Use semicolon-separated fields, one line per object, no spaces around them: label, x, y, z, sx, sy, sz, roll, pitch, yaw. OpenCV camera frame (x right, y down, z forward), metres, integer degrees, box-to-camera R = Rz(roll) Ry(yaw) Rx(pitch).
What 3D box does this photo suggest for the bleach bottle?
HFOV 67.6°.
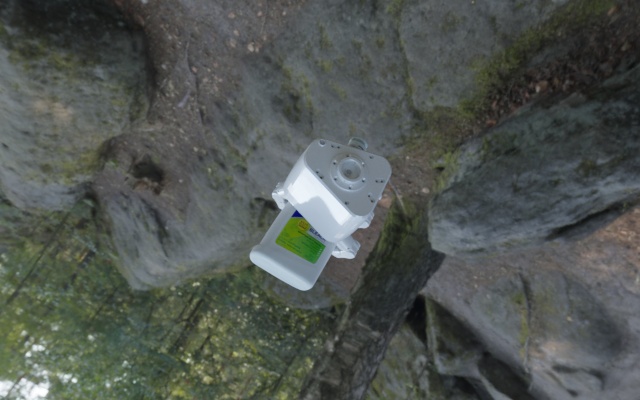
bleach bottle;0.000;0.002;0.716;0.102;0.250;0.068;32;-24;-6
